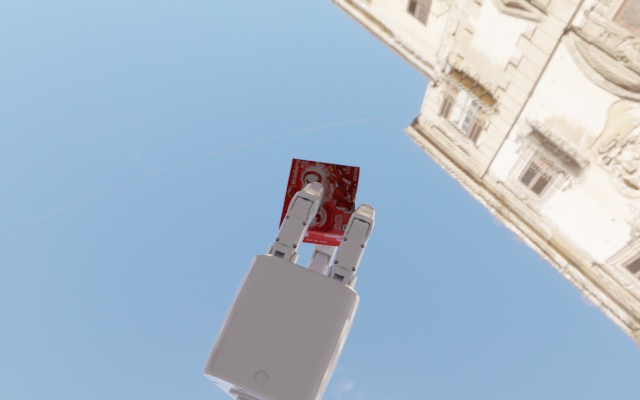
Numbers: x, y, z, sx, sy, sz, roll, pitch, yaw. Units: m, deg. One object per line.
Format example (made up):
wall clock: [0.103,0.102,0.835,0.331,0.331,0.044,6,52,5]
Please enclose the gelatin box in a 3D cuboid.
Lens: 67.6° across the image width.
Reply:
gelatin box: [0.000,0.002,0.490,0.073,0.089,0.030,8,-35,2]
